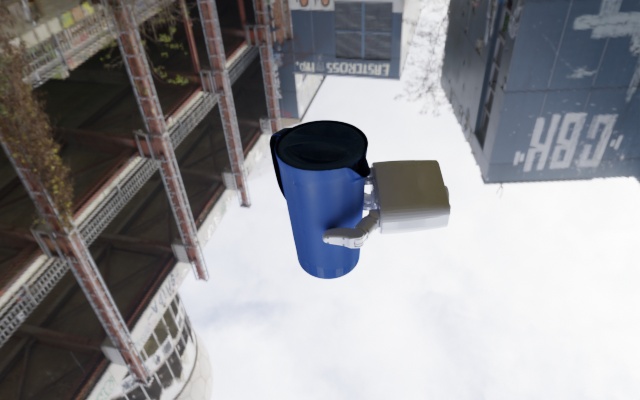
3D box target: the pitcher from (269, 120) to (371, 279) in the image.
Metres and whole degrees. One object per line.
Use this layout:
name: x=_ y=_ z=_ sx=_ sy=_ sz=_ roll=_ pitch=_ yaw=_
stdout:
pitcher: x=0.000 y=0.002 z=0.753 sx=0.145 sy=0.243 sz=0.149 roll=-5 pitch=39 yaw=-1
